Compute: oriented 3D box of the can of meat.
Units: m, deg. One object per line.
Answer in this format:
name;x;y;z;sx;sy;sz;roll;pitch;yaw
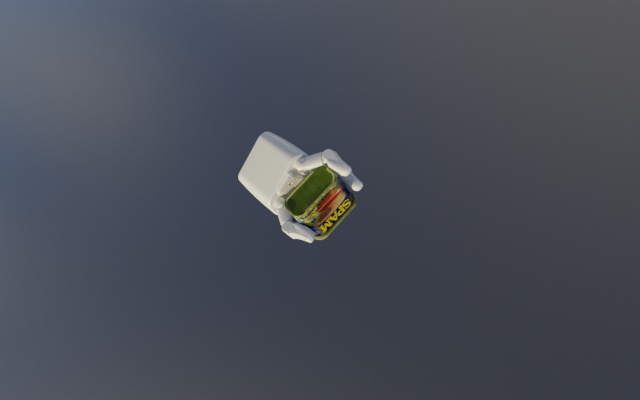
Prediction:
can of meat;0.000;0.003;0.787;0.057;0.102;0.084;41;-4;38
